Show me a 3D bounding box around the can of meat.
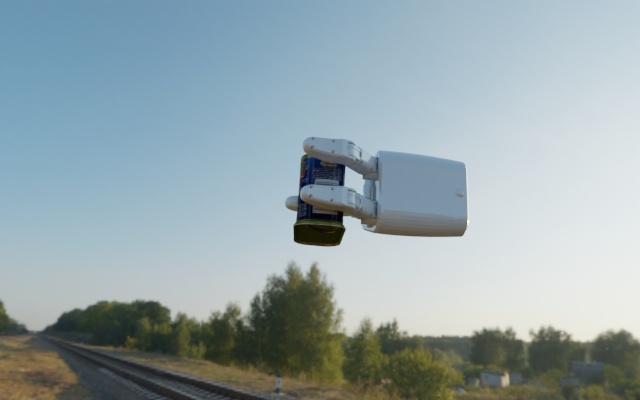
[{"bbox_3d":[0.000,0.002,0.559,0.057,0.084,0.102,4,-18,-1],"label":"can of meat"}]
